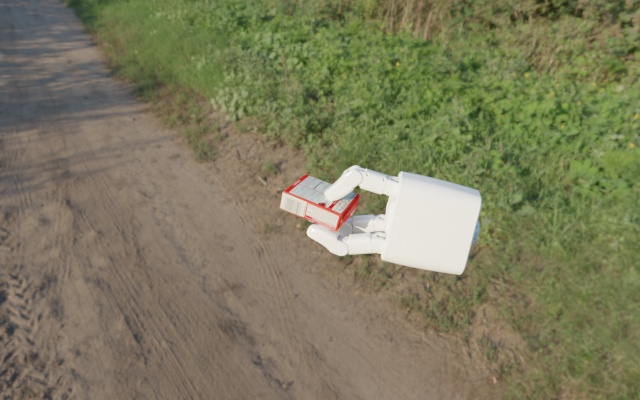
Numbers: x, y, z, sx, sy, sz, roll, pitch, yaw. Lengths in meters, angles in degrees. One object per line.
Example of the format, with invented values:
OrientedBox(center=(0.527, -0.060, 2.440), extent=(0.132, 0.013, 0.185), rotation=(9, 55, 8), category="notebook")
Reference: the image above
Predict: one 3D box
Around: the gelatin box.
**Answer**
OrientedBox(center=(0.000, 0.002, 0.654), extent=(0.089, 0.030, 0.073), rotation=(22, 30, 14), category="gelatin box")
